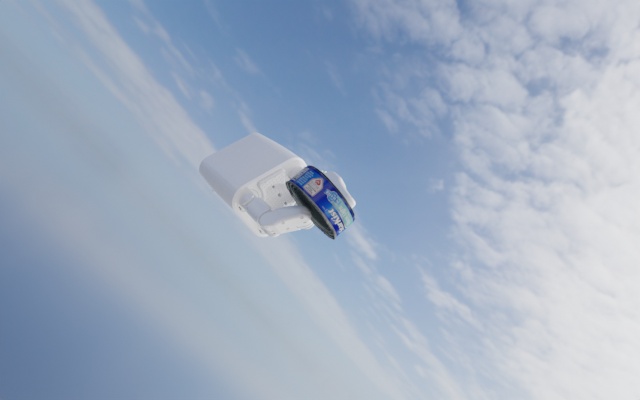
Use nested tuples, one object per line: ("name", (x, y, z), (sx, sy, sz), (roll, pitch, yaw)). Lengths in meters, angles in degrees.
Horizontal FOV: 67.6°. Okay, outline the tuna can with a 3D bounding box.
("tuna can", (0.001, 0.001, 0.546), (0.033, 0.086, 0.086), (-40, 9, -11))
